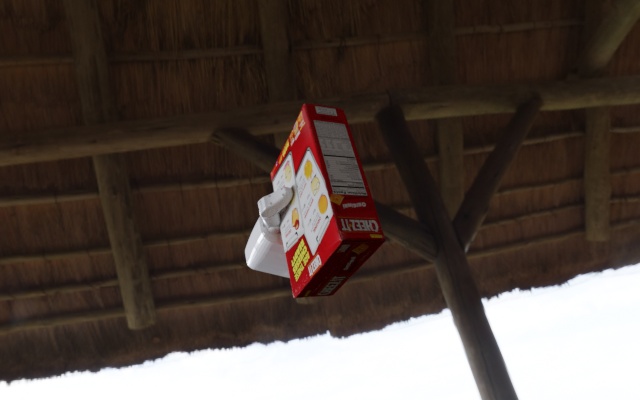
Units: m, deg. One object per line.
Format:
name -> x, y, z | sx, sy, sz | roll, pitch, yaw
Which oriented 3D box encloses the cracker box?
cracker box -> 0.000, 0.002, 0.658 | 0.072, 0.213, 0.164 | 1, -34, -25
